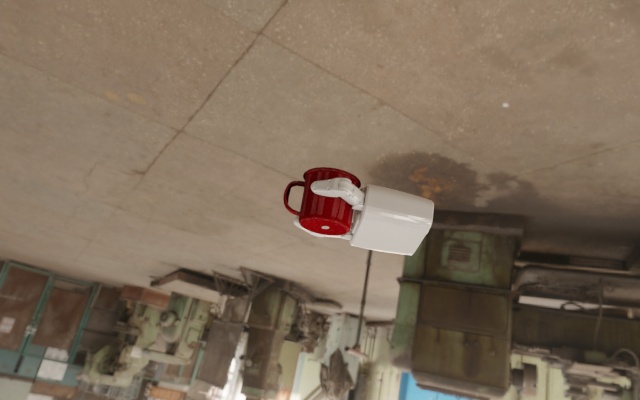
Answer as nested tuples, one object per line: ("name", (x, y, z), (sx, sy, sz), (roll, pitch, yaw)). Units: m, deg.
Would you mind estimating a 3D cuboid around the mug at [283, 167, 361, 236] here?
("mug", (-0.001, 0.002, 0.742), (0.117, 0.081, 0.093), (11, -21, -2))
